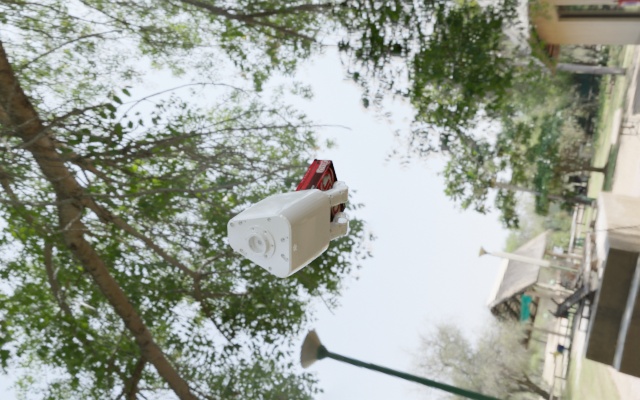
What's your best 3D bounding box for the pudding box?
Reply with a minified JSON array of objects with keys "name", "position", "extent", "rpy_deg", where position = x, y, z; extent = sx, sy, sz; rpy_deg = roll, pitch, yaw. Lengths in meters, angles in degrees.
[{"name":"pudding box","position":[0.000,0.003,0.773],"extent":[0.039,0.090,0.114],"rpy_deg":[10,-40,25]}]
